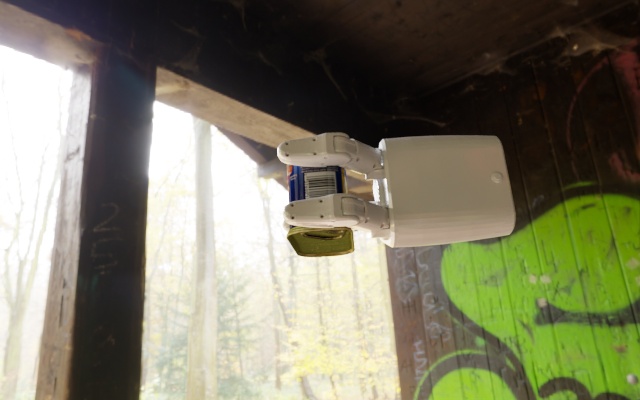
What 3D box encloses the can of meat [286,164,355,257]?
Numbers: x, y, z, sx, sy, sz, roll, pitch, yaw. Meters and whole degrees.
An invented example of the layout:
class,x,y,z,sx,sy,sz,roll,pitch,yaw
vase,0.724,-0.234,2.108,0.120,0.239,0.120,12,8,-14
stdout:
class,x,y,z,sx,sy,sz,roll,pitch,yaw
can of meat,0.000,0.001,0.447,0.057,0.084,0.102,-4,-19,4
